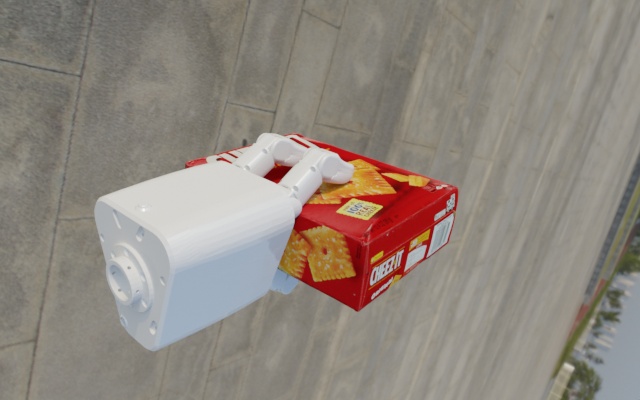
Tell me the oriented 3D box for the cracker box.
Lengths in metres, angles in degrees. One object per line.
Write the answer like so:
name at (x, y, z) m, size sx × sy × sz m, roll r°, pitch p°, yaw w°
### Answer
cracker box at (0.000, 0.002, 0.463) m, size 0.213 × 0.072 × 0.164 m, roll 23°, pitch 30°, yaw 33°
